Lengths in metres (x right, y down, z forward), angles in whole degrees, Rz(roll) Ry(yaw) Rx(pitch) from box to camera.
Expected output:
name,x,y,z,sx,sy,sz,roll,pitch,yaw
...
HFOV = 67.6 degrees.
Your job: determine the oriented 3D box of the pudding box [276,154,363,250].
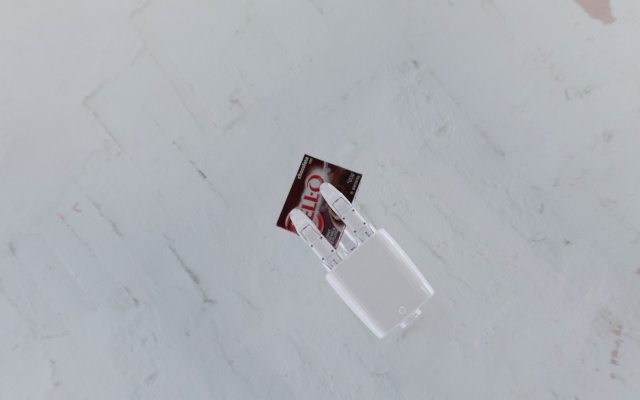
name,x,y,z,sx,sy,sz,roll,pitch,yaw
pudding box,0.000,0.002,0.675,0.090,0.113,0.039,21,-6,11
